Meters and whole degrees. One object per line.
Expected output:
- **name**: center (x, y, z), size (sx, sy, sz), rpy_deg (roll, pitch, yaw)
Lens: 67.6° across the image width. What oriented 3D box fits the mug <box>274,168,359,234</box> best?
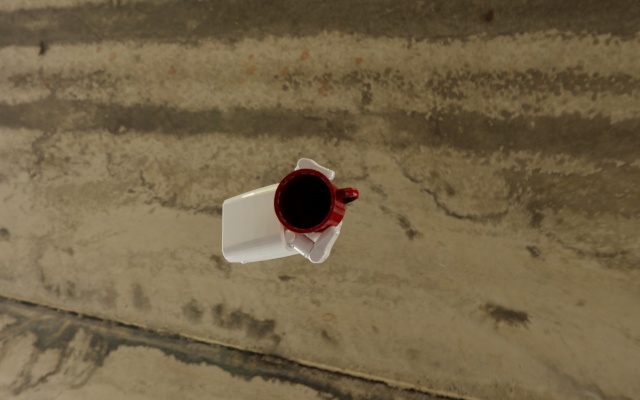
- **mug**: center (0.001, 0.002, 0.704), size (0.117, 0.093, 0.081), rpy_deg (-17, -13, 16)
